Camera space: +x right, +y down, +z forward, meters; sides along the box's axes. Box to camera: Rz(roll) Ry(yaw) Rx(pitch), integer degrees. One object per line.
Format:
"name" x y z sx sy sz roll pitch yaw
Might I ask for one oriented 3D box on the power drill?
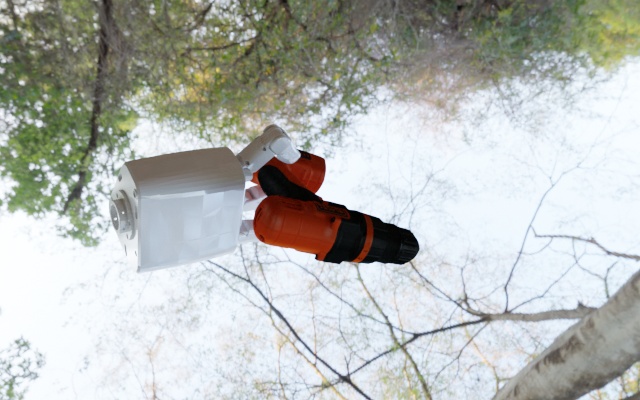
"power drill" 0.000 0.002 0.527 0.184 0.057 0.187 15 20 -29
